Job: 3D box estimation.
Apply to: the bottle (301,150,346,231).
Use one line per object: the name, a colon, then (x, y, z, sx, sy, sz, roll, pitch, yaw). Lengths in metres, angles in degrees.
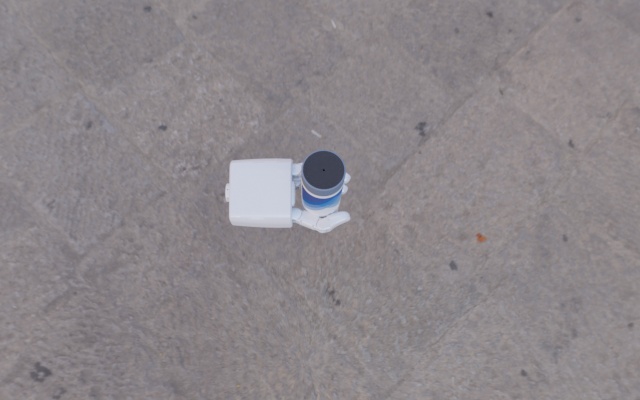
bottle: (0.000, 0.003, 0.844, 0.069, 0.069, 0.296, 0, -19, -2)
